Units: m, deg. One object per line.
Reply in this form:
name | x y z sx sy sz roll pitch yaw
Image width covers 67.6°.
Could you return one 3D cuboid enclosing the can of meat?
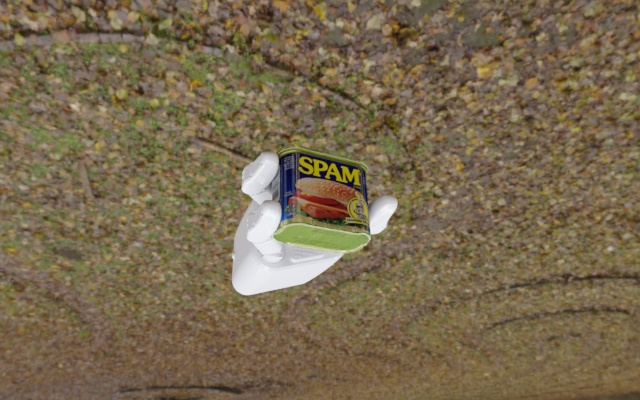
can of meat | 0.000 0.002 0.481 0.102 0.084 0.057 11 -31 -24
